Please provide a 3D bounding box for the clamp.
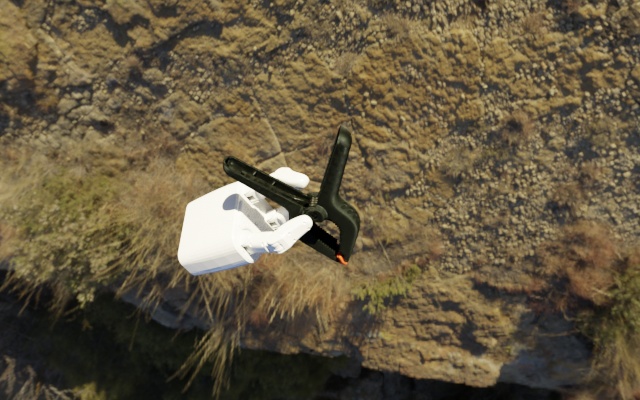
[{"bbox_3d":[0.000,0.003,0.594,0.164,0.036,0.210,-17,-53,28],"label":"clamp"}]
